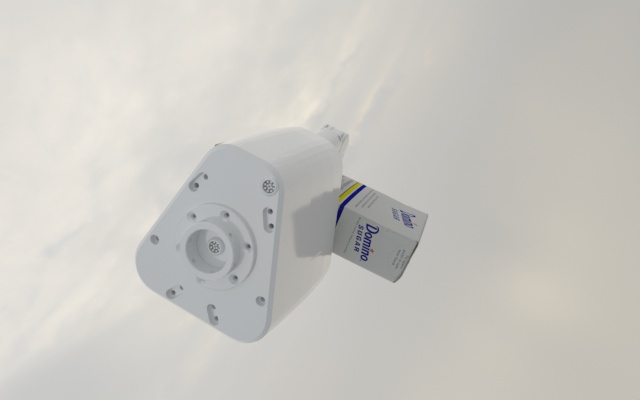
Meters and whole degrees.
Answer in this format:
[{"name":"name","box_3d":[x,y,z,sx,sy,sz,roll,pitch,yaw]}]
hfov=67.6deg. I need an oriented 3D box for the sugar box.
[{"name":"sugar box","box_3d":[0.000,0.002,0.407,0.176,0.048,0.093,28,19,10]}]
